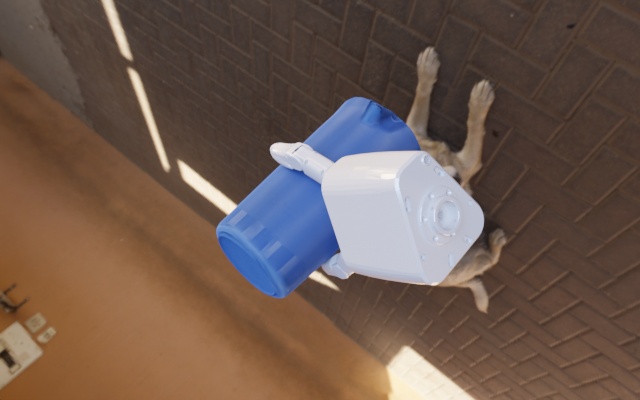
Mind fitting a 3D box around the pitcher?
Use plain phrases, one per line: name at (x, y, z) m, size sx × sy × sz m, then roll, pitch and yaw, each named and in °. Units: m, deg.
pitcher at (0.000, 0.002, 0.573) m, size 0.242 × 0.149 × 0.145 m, roll -43°, pitch 23°, yaw -25°
